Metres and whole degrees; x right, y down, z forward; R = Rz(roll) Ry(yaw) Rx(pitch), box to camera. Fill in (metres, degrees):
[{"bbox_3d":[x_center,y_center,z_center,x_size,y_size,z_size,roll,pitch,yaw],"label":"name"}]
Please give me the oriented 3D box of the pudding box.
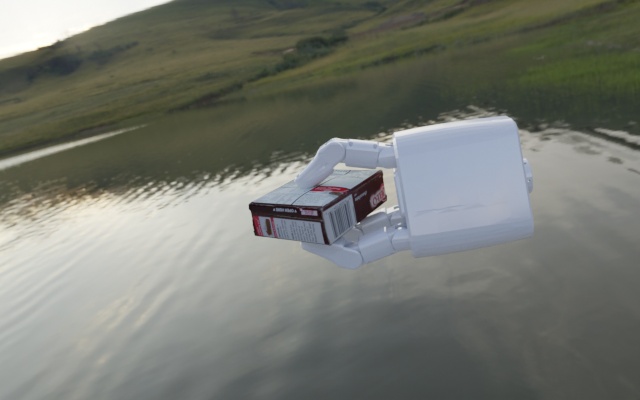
[{"bbox_3d":[0.000,0.001,0.470,0.090,0.039,0.113,3,21,36],"label":"pudding box"}]
